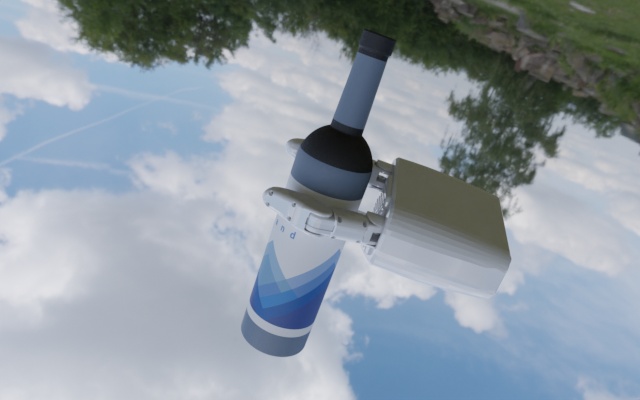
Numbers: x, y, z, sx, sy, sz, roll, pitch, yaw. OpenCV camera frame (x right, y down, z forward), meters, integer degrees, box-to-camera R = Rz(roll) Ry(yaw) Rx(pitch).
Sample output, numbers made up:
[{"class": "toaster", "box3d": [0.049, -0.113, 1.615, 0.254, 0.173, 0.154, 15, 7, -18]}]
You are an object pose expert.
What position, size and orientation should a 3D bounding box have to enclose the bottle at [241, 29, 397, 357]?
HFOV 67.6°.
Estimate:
[{"class": "bottle", "box3d": [0.000, 0.002, 0.421, 0.069, 0.296, 0.069, 17, 20, -7]}]
